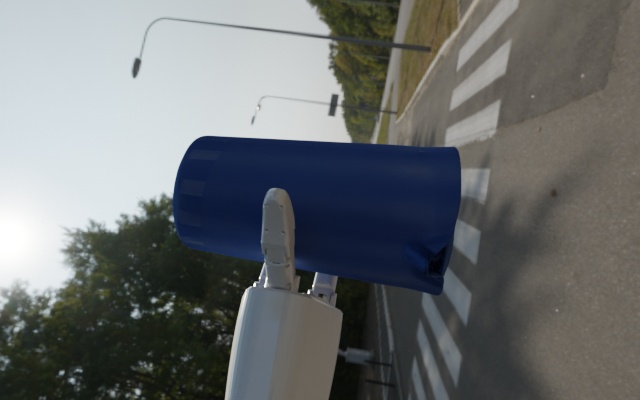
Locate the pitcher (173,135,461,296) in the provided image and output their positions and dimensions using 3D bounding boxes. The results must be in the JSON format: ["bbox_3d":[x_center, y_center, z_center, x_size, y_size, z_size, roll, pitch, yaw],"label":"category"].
[{"bbox_3d":[0.000,0.002,0.449,0.243,0.145,0.149,7,-19,6],"label":"pitcher"}]
